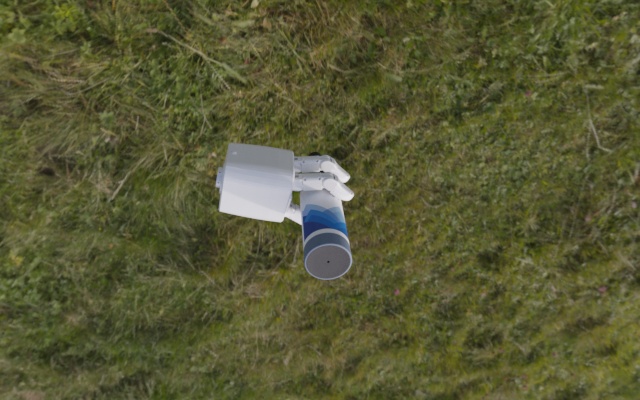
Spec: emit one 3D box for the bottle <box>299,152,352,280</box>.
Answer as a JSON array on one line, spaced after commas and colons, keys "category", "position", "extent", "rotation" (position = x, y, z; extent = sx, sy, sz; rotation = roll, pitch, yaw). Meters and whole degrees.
[{"category": "bottle", "position": [0.000, 0.003, 0.780], "extent": [0.069, 0.069, 0.295], "rotation": [0, 34, -5]}]
